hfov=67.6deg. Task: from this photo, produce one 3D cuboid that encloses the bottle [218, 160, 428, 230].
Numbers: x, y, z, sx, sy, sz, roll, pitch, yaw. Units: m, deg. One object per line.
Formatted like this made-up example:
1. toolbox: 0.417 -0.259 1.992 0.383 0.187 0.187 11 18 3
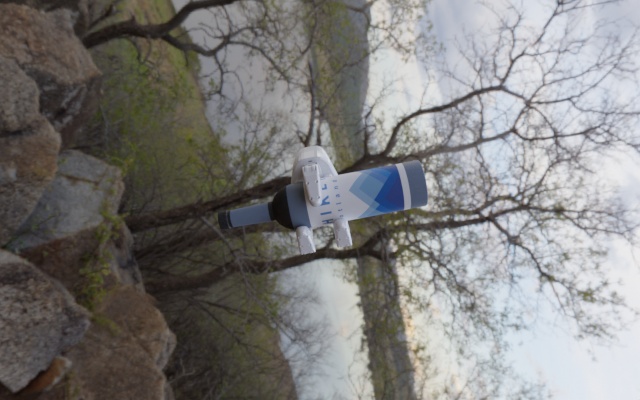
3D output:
1. bottle: 0.000 0.002 0.684 0.296 0.069 0.069 -11 0 2
